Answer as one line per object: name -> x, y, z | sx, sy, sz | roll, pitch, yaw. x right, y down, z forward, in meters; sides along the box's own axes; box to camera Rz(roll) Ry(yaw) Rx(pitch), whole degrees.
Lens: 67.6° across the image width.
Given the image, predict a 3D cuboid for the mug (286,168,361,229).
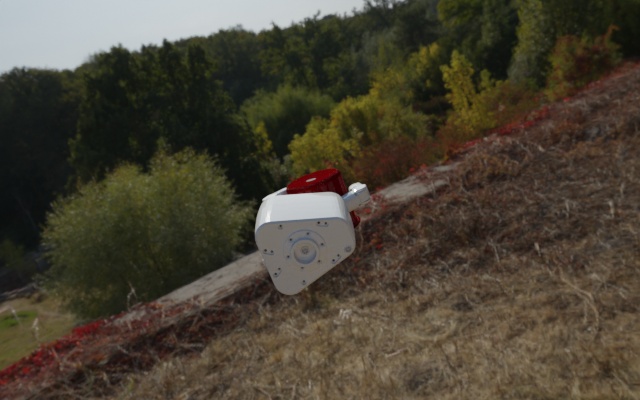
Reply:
mug -> 0.000, 0.002, 0.695 | 0.093, 0.081, 0.117 | -19, 15, 0
